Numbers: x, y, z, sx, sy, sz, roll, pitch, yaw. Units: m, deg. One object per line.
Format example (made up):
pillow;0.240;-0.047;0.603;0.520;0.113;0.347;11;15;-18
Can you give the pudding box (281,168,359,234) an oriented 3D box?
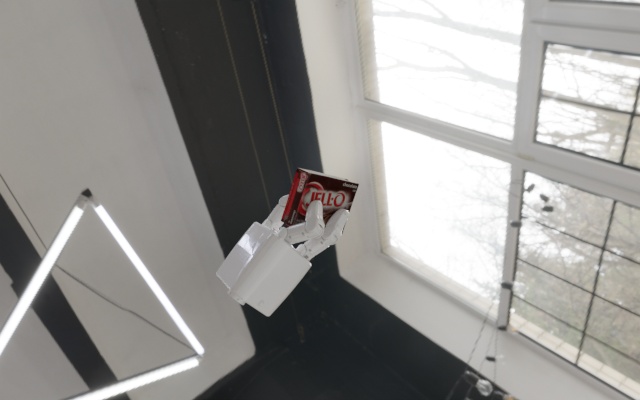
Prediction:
pudding box;0.000;0.002;0.758;0.113;0.090;0.039;8;14;-45
